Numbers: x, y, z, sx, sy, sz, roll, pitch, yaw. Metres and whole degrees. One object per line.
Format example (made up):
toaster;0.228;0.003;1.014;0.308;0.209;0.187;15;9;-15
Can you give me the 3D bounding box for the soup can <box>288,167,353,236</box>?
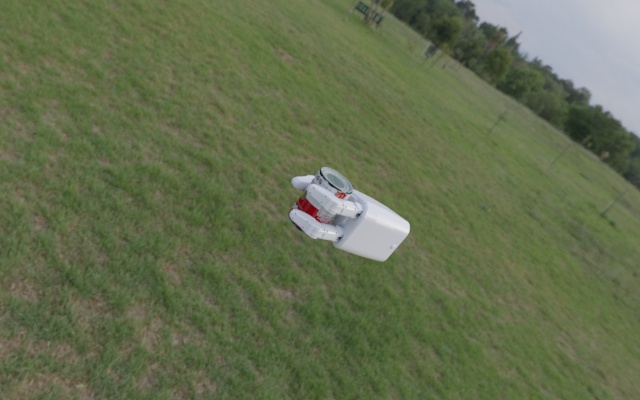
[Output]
soup can;0.000;0.002;0.808;0.068;0.102;0.068;30;24;-15
